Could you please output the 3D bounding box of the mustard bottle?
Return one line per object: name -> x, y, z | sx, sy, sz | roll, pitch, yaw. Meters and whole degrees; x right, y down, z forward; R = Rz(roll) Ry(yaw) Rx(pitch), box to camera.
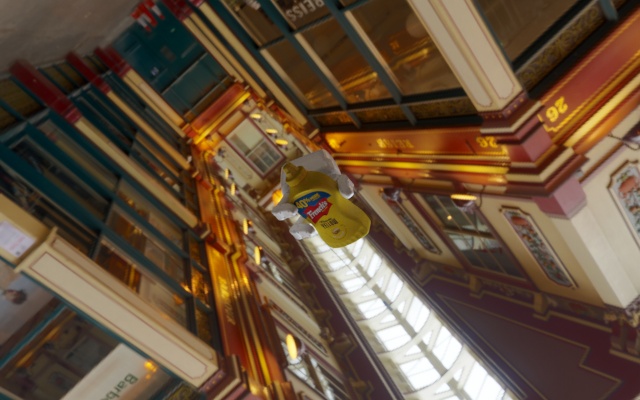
mustard bottle -> 0.000, 0.003, 0.864 | 0.096, 0.192, 0.058 | -25, 30, 34
